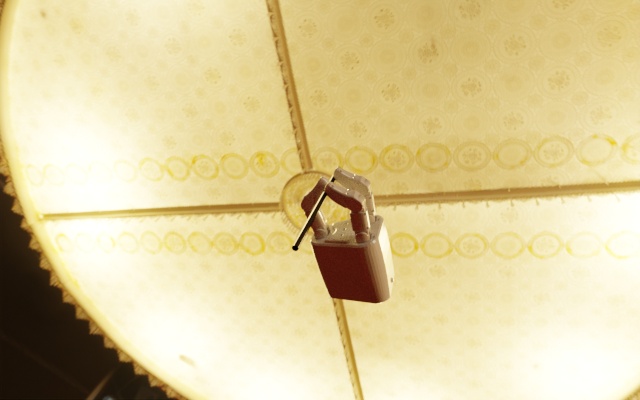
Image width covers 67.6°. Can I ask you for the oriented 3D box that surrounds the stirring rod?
[{"bbox_3d":[0.000,0.002,0.643,0.011,0.011,0.239,0,25,15],"label":"stirring rod"}]
